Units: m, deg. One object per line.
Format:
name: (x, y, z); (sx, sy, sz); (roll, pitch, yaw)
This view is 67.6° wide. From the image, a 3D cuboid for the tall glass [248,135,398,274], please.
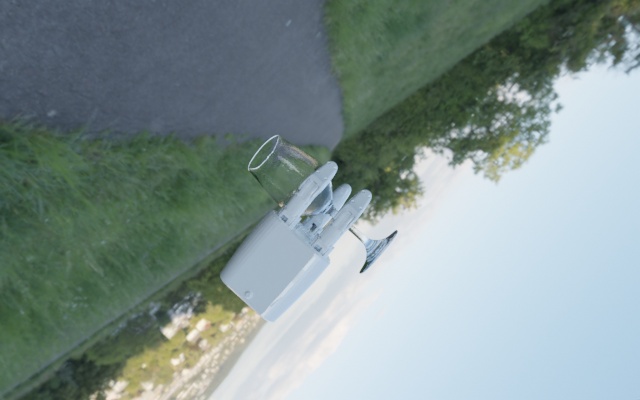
tall glass: (0.001, 0.002, 0.621); (0.201, 0.079, 0.079); (41, 3, 4)
